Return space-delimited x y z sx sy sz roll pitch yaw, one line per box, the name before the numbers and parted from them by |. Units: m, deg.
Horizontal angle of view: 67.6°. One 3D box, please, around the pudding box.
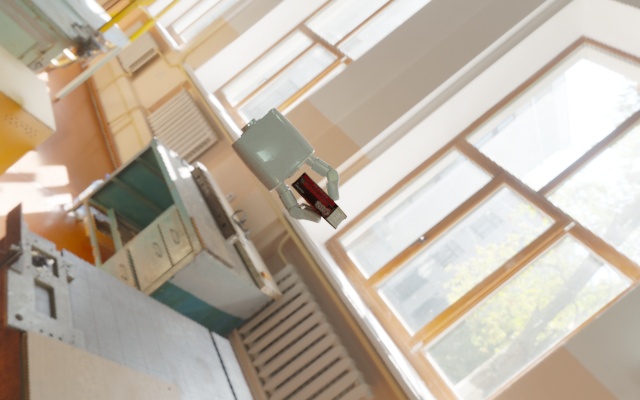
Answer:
pudding box | 0.000 0.003 0.867 0.090 0.039 0.113 46 1 17
